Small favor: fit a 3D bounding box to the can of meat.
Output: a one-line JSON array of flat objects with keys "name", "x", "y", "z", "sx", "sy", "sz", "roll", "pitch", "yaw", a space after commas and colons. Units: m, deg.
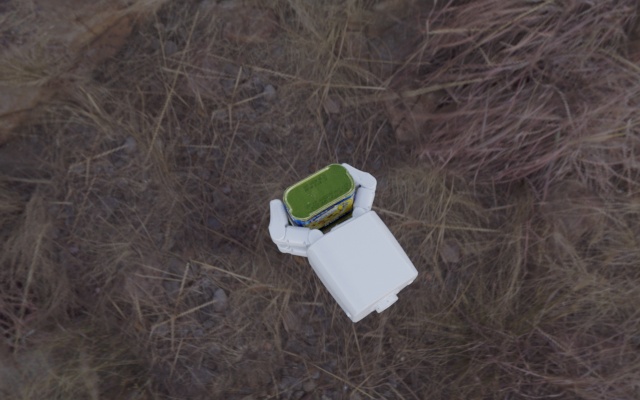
[{"name": "can of meat", "x": 0.000, "y": 0.002, "z": 0.662, "sx": 0.102, "sy": 0.057, "sz": 0.084, "roll": -30, "pitch": -19, "yaw": -9}]
